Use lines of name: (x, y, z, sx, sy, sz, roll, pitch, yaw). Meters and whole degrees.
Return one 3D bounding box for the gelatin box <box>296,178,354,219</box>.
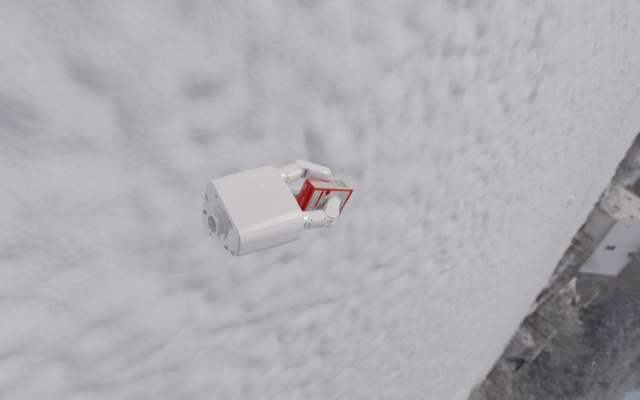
gelatin box: (0.001, 0.003, 0.768, 0.089, 0.073, 0.030, 0, 38, -42)
